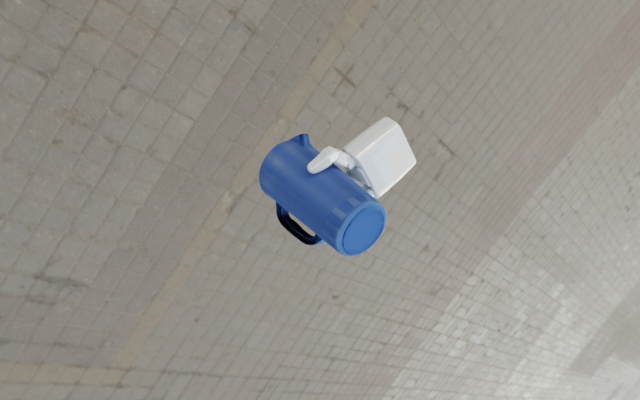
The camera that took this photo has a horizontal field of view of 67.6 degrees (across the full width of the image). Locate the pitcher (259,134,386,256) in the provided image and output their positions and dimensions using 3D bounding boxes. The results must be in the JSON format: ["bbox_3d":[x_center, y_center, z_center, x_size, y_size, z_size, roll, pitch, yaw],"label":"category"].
[{"bbox_3d":[0.000,0.003,0.869,0.242,0.145,0.149,40,-14,41],"label":"pitcher"}]
